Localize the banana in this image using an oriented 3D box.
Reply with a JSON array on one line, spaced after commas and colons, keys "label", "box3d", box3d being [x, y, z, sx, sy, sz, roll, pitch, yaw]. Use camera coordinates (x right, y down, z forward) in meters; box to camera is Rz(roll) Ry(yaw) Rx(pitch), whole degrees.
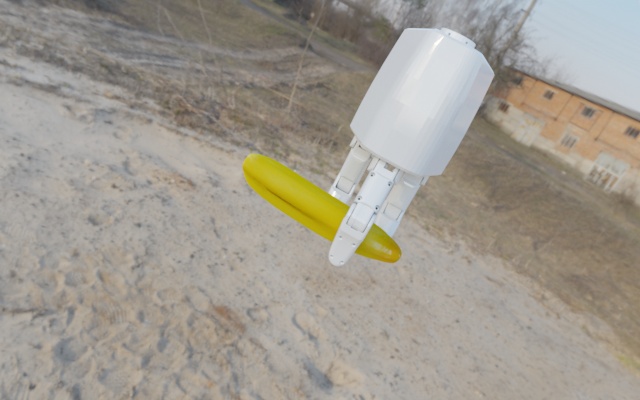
[{"label": "banana", "box3d": [-0.012, -0.001, 0.454, 0.197, 0.037, 0.069, 34, 15, 28]}]
